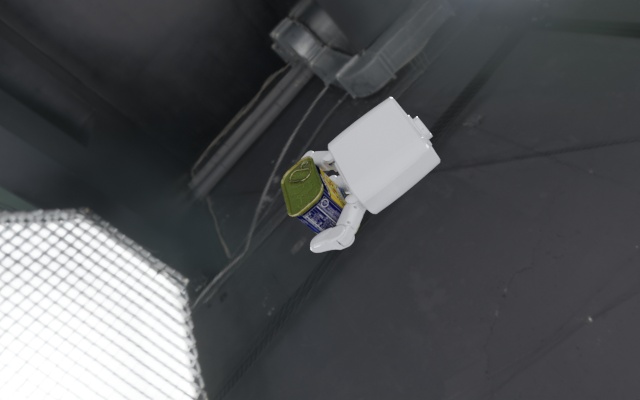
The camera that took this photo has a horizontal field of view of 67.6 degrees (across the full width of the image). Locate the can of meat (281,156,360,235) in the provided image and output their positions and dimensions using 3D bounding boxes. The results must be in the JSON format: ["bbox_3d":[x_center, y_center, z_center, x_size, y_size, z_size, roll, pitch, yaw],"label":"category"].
[{"bbox_3d":[0.000,0.002,0.633,0.084,0.057,0.102,41,16,-32],"label":"can of meat"}]
